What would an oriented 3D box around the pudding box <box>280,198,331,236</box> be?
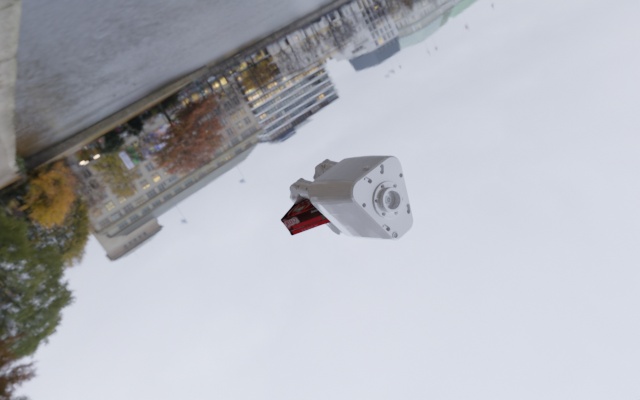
[{"bbox_3d":[0.000,0.003,0.761,0.090,0.039,0.113,-20,18,35],"label":"pudding box"}]
